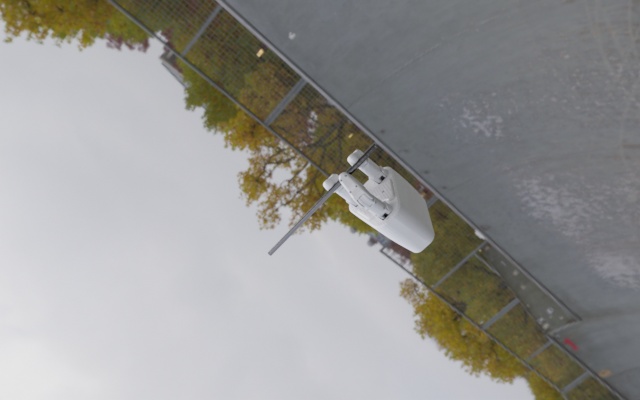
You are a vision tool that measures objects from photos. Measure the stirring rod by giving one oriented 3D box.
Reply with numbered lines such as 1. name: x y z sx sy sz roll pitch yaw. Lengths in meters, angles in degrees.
1. stirring rod: 0.000 0.002 0.733 0.239 0.011 0.011 -46 -15 15
